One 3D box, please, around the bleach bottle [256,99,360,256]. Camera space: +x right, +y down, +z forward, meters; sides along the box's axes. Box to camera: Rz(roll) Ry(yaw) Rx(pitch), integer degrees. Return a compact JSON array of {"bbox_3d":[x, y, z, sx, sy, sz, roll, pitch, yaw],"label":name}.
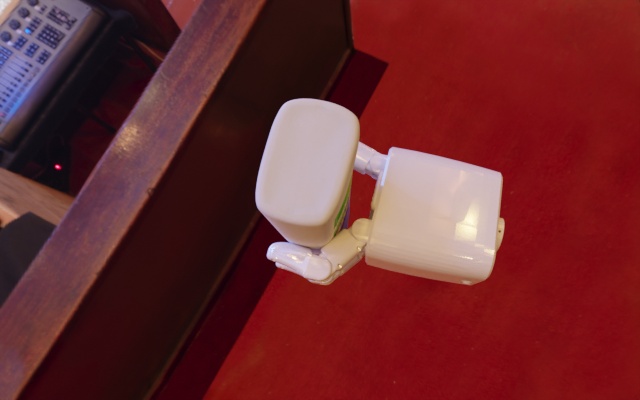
[{"bbox_3d":[0.000,0.002,0.469,0.068,0.102,0.251,14,-12,9],"label":"bleach bottle"}]
